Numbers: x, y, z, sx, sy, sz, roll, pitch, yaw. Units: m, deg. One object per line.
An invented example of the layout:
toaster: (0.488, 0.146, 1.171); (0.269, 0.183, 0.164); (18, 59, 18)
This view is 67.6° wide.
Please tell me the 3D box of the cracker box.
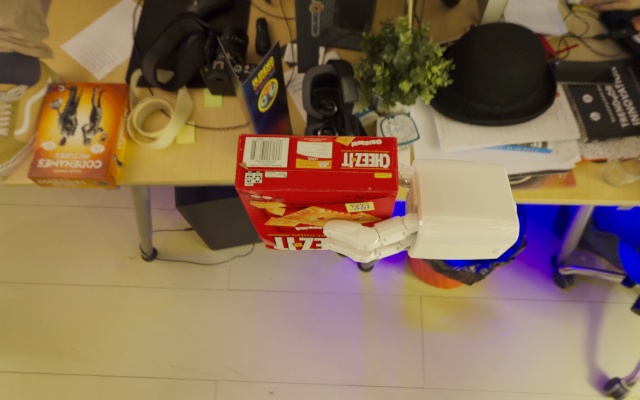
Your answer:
cracker box: (0.000, 0.002, 0.569); (0.164, 0.072, 0.214); (1, -22, 3)
